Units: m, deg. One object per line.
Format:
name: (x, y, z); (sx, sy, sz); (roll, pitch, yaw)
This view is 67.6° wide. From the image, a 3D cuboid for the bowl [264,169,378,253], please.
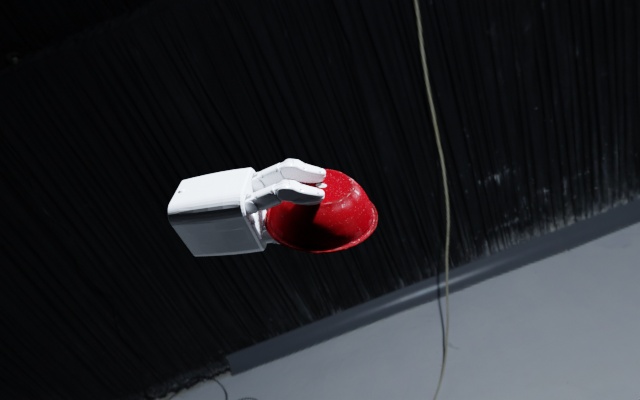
bowl: (0.001, 0.002, 0.666); (0.162, 0.055, 0.162); (-1, 34, 1)
